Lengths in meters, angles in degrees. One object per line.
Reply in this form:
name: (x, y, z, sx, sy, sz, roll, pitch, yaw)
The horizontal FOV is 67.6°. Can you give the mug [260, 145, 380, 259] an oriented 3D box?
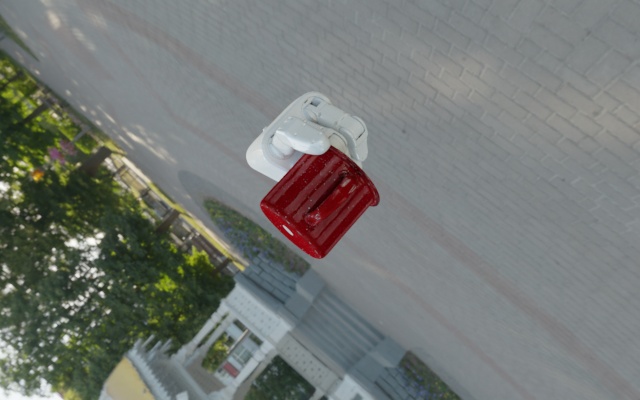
mug: (0.000, 0.002, 0.450, 0.093, 0.081, 0.117, 45, -14, -12)
